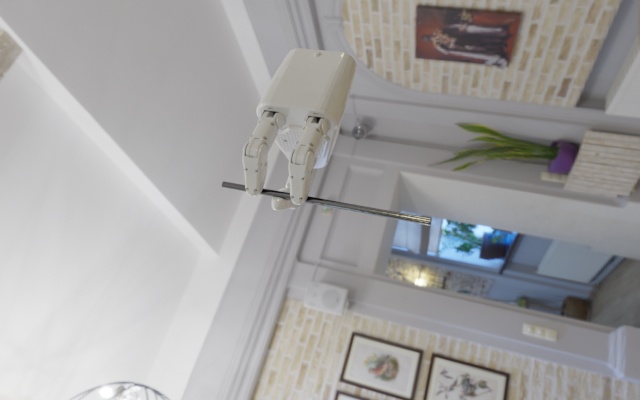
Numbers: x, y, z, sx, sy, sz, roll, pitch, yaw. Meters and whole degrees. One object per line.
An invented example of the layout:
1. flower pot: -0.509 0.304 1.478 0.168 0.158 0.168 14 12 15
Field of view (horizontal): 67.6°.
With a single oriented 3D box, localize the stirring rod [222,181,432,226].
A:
1. stirring rod: 0.000 0.002 0.525 0.239 0.011 0.011 10 3 16
